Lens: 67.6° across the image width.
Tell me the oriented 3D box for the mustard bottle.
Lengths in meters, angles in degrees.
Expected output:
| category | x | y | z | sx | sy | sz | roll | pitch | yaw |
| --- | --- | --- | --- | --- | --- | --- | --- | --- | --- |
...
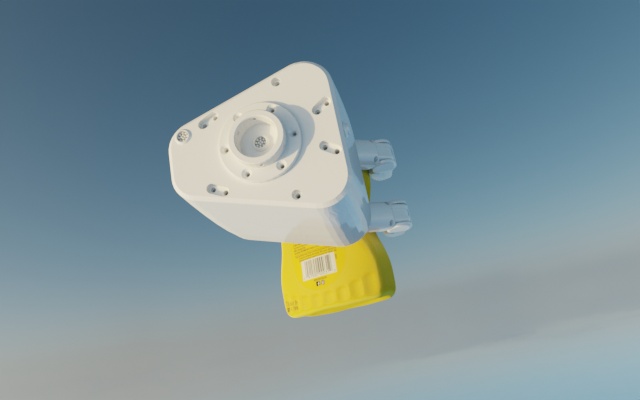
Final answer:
| category | x | y | z | sx | sy | sz | roll | pitch | yaw |
| --- | --- | --- | --- | --- | --- | --- | --- | --- | --- |
| mustard bottle | 0.000 | 0.002 | 0.428 | 0.096 | 0.191 | 0.058 | -21 | -19 | 28 |
